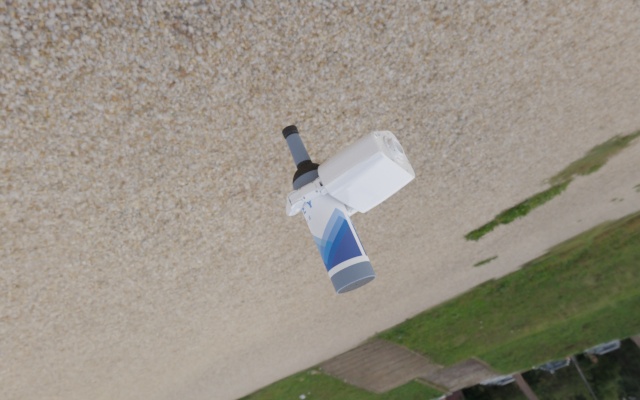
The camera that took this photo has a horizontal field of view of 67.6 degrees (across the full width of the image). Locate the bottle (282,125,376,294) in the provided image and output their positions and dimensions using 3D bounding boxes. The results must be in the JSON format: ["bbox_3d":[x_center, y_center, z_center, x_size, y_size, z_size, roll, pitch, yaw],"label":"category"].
[{"bbox_3d":[0.000,0.003,0.779,0.069,0.295,0.069,-20,-21,-8],"label":"bottle"}]
